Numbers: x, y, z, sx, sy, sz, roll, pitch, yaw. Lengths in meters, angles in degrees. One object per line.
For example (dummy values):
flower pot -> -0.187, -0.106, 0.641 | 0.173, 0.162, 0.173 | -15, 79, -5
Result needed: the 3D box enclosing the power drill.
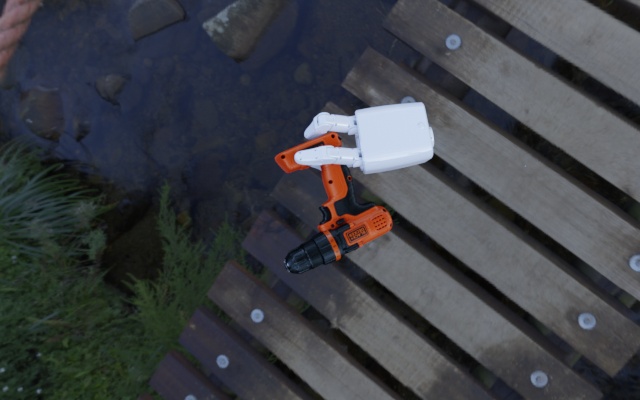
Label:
power drill -> 0.000, 0.002, 0.746 | 0.184, 0.187, 0.057 | -25, 5, -14
